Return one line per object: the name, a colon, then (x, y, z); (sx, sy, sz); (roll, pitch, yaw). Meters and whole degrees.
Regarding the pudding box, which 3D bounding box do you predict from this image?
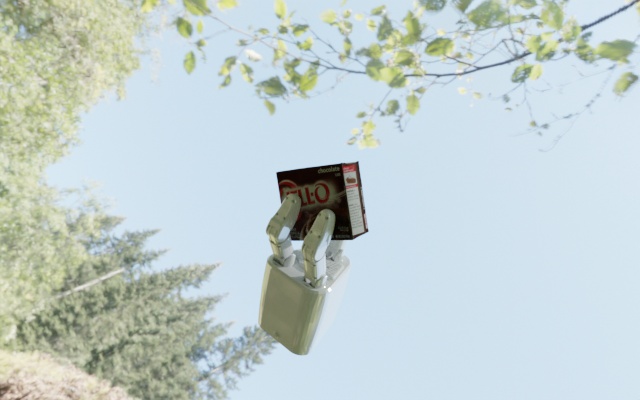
pudding box: (0.000, 0.002, 0.584); (0.113, 0.090, 0.039); (-5, 7, 40)
